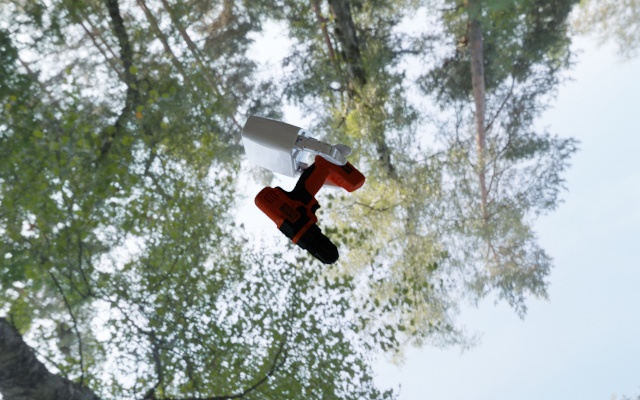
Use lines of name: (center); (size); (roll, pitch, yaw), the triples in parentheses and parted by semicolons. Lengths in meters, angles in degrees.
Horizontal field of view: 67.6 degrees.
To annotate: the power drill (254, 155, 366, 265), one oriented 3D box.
power drill: (0.000, 0.002, 0.875); (0.187, 0.184, 0.057); (-46, -4, -30)
